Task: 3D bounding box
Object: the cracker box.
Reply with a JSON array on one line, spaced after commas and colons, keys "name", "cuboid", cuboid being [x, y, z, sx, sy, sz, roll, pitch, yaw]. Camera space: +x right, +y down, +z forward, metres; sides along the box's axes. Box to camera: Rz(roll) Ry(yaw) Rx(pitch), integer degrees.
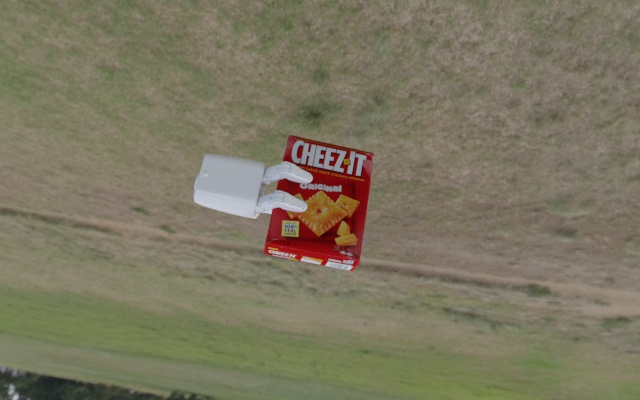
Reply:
[{"name": "cracker box", "cuboid": [0.000, 0.003, 0.850, 0.164, 0.213, 0.072, 12, -23, -4]}]
